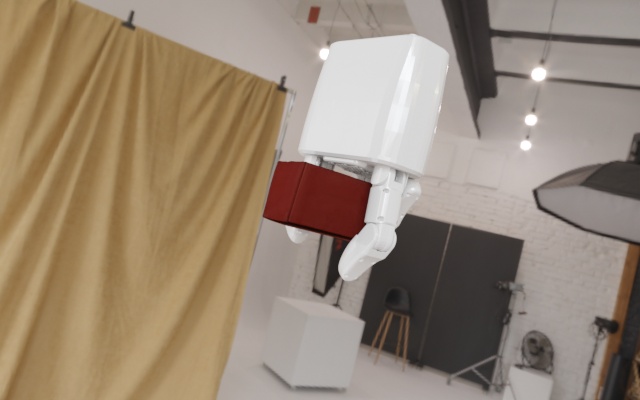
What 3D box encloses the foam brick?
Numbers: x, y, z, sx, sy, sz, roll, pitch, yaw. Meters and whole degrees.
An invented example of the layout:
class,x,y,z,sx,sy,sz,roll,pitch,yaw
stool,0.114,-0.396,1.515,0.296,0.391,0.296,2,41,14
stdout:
class,x,y,z,sx,sy,sz,roll,pitch,yaw
foam brick,0.000,0.001,0.400,0.078,0.051,0.053,16,-3,-30
